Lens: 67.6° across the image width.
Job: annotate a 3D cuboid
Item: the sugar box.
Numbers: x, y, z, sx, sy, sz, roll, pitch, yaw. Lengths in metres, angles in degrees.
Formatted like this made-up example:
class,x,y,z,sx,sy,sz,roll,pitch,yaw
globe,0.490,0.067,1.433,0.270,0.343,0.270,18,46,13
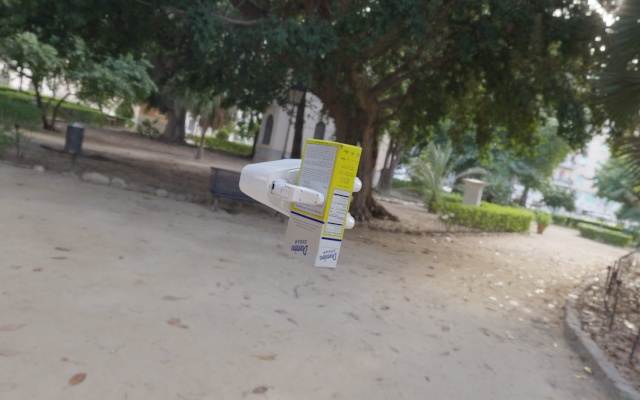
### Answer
class,x,y,z,sx,sy,sz,roll,pitch,yaw
sugar box,0.000,0.002,0.696,0.048,0.176,0.093,7,6,-35
